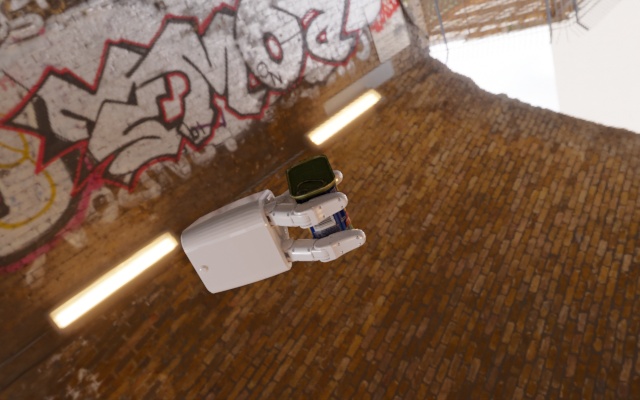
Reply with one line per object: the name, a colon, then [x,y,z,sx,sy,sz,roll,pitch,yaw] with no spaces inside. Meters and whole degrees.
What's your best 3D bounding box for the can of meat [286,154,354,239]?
can of meat: [0.000,0.002,0.599,0.057,0.084,0.102,-21,27,2]
